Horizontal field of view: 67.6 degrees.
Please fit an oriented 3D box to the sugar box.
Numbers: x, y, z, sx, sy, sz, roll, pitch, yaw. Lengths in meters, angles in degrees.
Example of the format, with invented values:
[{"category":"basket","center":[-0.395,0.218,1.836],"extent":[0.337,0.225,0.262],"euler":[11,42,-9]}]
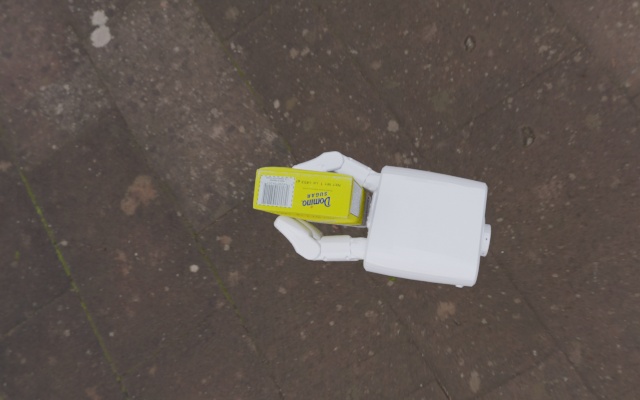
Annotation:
[{"category":"sugar box","center":[0.000,0.002,0.517],"extent":[0.093,0.048,0.176],"euler":[6,-7,13]}]
